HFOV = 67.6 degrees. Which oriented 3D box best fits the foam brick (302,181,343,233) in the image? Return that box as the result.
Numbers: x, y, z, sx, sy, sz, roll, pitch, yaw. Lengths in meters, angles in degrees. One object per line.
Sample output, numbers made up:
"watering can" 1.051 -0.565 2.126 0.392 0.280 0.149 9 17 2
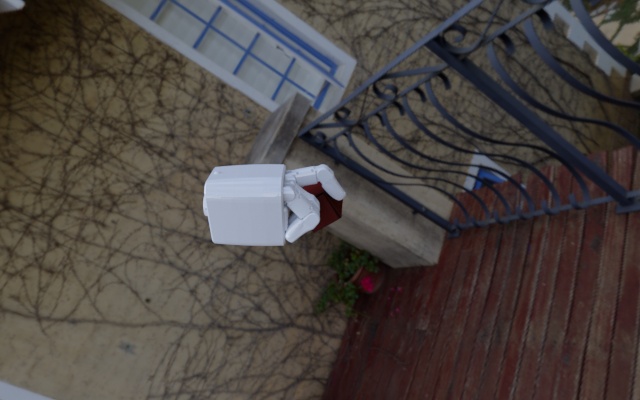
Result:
"foam brick" 0.000 0.002 0.751 0.051 0.053 0.078 -30 18 17
